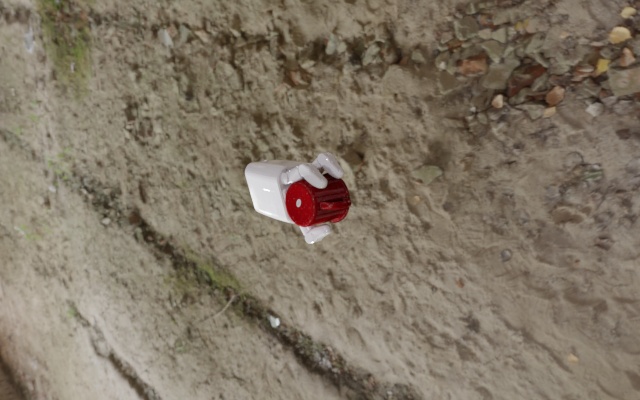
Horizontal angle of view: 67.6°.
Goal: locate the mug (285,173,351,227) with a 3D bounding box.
[{"bbox_3d":[0.001,0.003,0.837,0.081,0.093,0.117,-12,16,-43],"label":"mug"}]
